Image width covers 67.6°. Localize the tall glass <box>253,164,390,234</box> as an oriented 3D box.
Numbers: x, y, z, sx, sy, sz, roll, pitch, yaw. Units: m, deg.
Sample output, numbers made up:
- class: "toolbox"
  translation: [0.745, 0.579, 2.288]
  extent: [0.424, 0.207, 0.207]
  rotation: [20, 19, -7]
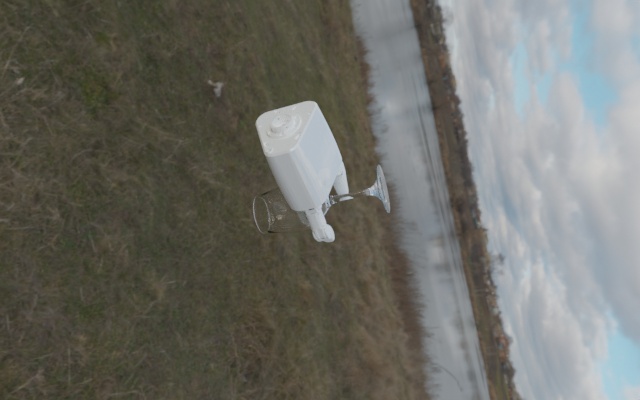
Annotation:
- class: "tall glass"
  translation: [0.001, 0.002, 0.733]
  extent: [0.201, 0.079, 0.079]
  rotation: [-12, -3, 14]
